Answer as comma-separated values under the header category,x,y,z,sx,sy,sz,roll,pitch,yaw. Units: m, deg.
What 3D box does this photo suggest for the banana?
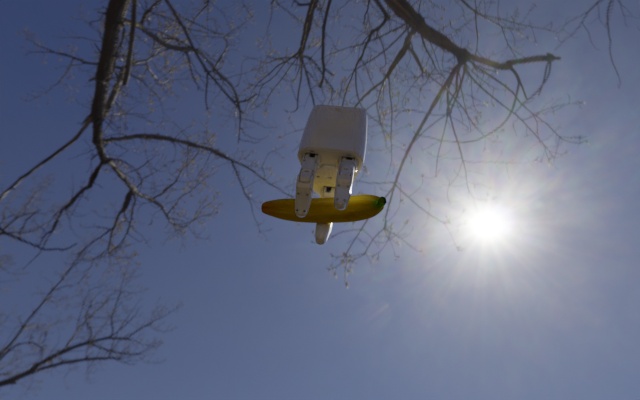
category,x,y,z,sx,sy,sz,roll,pitch,yaw
banana,0.011,0.009,0.698,0.198,0.037,0.070,-5,-25,26
